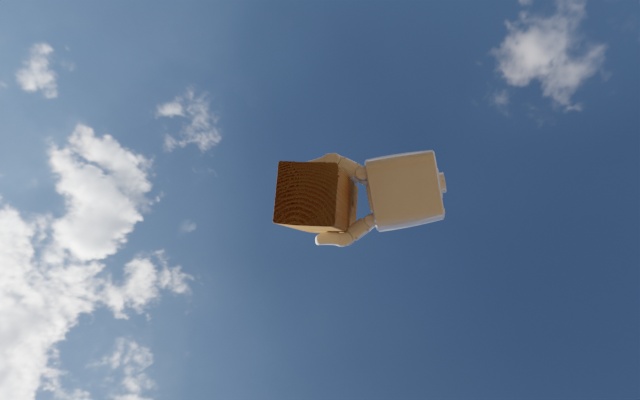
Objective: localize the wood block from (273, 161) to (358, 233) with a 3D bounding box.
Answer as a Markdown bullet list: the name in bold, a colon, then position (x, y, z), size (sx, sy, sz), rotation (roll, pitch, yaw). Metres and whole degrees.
- **wood block**: position (0.001, 0.003, 0.755), size (0.090, 0.091, 0.206), rotation (3, -7, 12)
